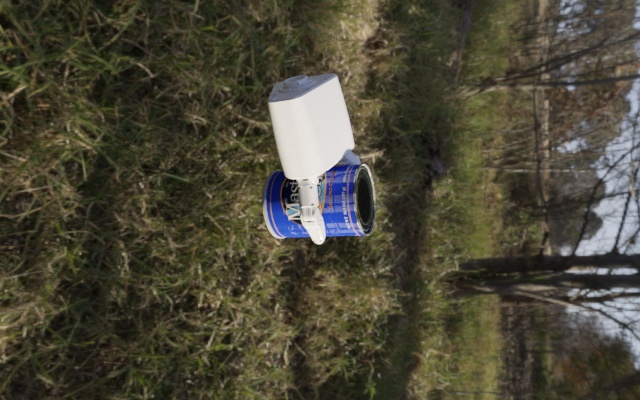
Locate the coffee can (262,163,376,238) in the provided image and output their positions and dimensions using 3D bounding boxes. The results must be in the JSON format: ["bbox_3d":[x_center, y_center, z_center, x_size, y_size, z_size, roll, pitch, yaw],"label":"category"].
[{"bbox_3d":[0.000,0.002,0.699,0.140,0.103,0.103,-3,-1,21],"label":"coffee can"}]
